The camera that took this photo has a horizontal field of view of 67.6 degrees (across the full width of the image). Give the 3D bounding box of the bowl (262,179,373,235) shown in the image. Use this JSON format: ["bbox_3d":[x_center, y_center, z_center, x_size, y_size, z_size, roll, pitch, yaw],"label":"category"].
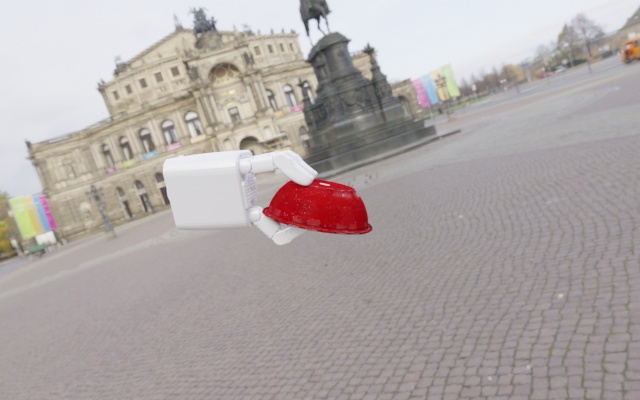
[{"bbox_3d":[0.001,0.002,0.688,0.162,0.055,0.162,10,9,-1],"label":"bowl"}]
